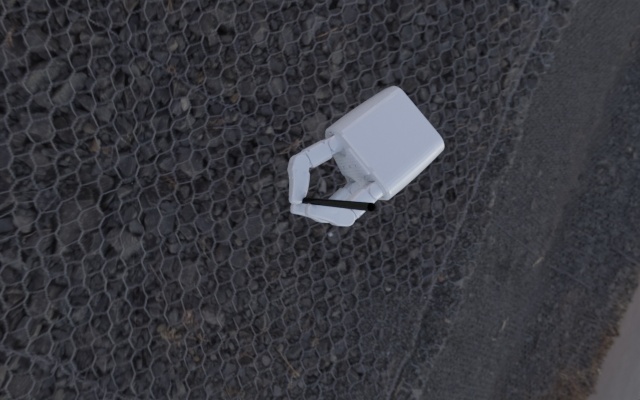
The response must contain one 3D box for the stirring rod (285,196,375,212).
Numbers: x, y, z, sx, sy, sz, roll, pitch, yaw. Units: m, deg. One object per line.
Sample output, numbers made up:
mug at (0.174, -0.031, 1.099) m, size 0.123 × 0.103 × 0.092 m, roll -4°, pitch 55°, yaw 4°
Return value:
stirring rod at (0.000, 0.002, 0.526) m, size 0.011 × 0.011 × 0.239 m, roll 0°, pitch 2°, yaw -21°
